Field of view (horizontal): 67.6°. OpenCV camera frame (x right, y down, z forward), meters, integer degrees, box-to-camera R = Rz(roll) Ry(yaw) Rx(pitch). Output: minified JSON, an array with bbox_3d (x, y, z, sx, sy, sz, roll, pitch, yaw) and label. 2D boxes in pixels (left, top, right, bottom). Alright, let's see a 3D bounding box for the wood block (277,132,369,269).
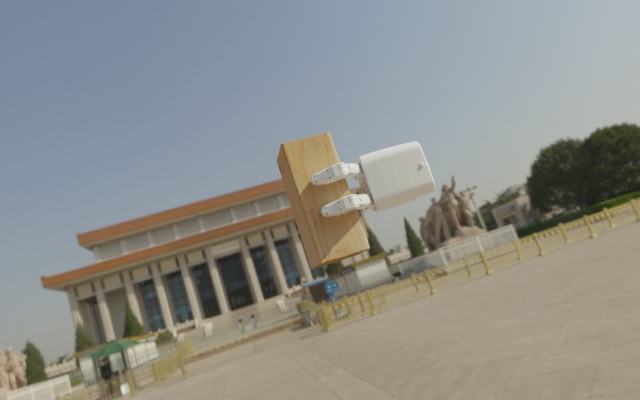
[{"bbox_3d":[0.000,0.003,0.814,0.090,0.206,0.091,-16,-11,-13],"label":"wood block"}]
